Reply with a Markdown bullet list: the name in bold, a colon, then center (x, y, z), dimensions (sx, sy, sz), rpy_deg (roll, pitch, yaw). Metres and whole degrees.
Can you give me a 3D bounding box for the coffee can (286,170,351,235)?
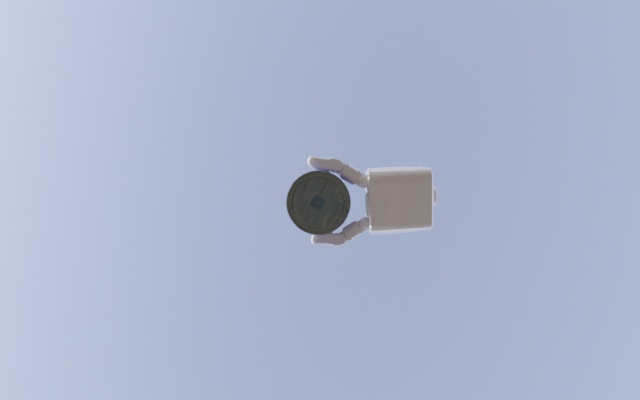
- **coffee can**: center (0.000, 0.003, 0.823), dimensions (0.103, 0.103, 0.140), rpy_deg (0, 1, 3)
